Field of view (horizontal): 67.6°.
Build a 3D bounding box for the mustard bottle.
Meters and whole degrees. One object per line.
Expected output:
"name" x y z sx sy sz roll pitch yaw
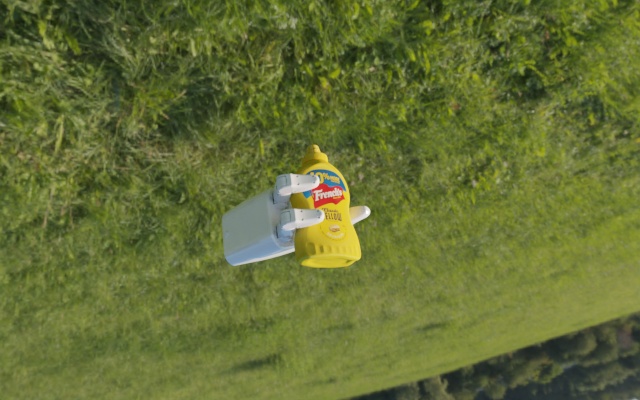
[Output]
"mustard bottle" 0.000 0.002 0.718 0.096 0.191 0.058 5 -27 -28
